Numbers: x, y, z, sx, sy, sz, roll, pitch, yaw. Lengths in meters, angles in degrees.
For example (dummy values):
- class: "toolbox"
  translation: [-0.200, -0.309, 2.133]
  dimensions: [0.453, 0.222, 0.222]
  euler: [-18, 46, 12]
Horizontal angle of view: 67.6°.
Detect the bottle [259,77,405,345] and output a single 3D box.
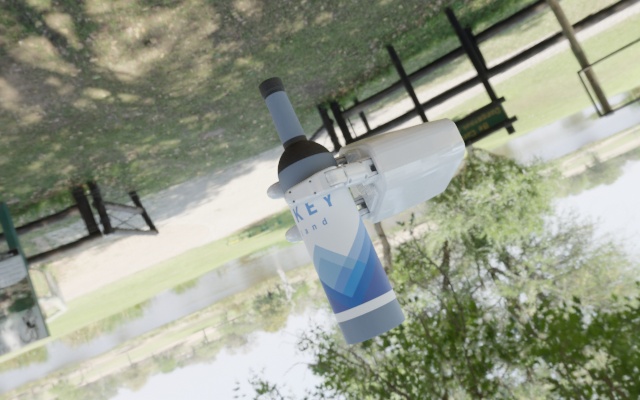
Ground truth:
- class: "bottle"
  translation: [0.000, 0.002, 0.515]
  dimensions: [0.069, 0.295, 0.069]
  euler: [-23, -9, -4]
